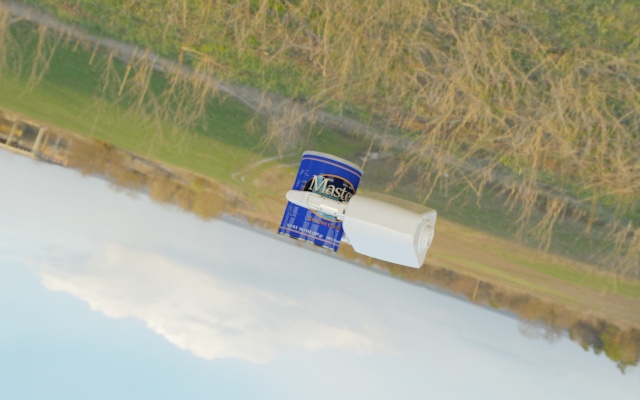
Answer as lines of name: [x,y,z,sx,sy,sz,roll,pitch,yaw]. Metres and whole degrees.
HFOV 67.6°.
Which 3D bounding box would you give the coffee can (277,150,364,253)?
coffee can: [0.000,0.002,0.771,0.103,0.140,0.103,18,-6,2]
